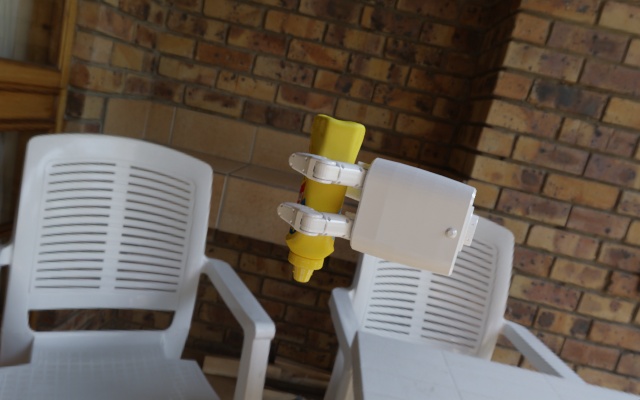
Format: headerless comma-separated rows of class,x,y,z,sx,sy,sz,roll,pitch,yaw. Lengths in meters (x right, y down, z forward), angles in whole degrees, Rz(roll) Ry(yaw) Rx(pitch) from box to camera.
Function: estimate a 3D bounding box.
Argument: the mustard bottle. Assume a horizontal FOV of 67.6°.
mustard bottle,0.000,0.001,0.544,0.058,0.192,0.096,12,11,-7
